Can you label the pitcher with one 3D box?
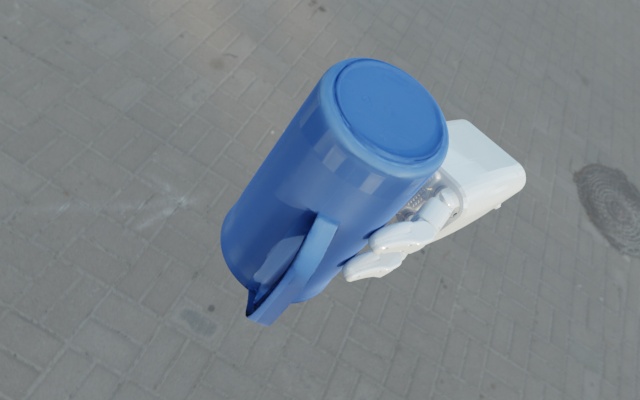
[{"bbox_3d":[0.000,0.001,0.425,0.145,0.149,0.243,-14,-22,-33],"label":"pitcher"}]
